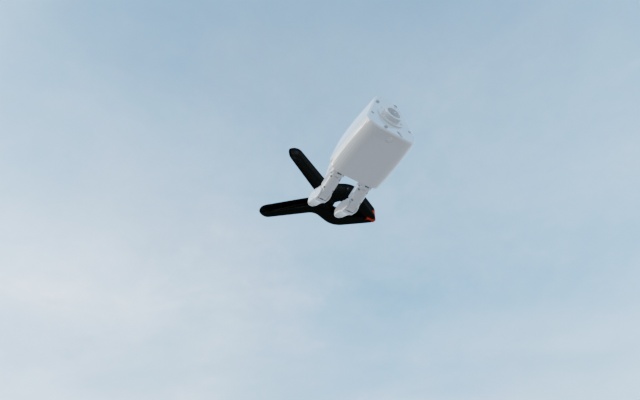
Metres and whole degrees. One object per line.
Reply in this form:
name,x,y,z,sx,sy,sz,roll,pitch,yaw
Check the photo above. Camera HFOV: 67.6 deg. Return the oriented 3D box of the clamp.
clamp,0.001,0.002,0.873,0.210,0.036,0.165,24,-50,-20
